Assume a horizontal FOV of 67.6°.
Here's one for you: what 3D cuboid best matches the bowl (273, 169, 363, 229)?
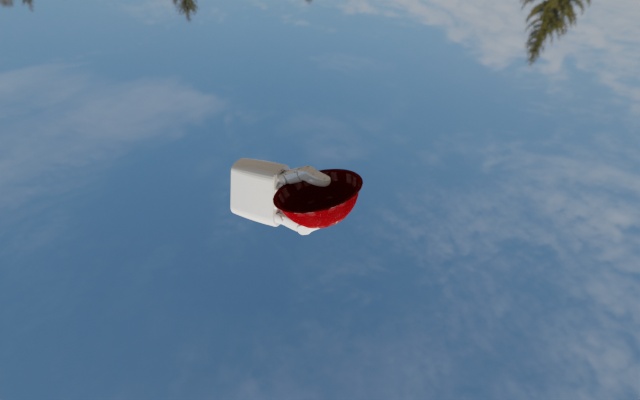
[{"bbox_3d":[0.001,0.003,0.846,0.162,0.055,0.162,-11,26,6],"label":"bowl"}]
